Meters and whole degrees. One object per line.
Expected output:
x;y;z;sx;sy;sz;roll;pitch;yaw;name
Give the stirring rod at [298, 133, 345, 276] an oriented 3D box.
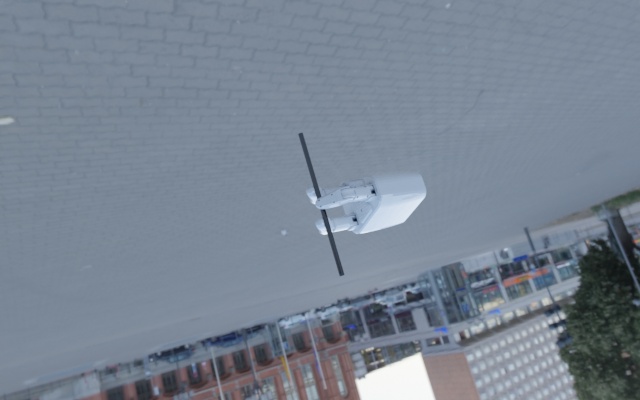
0.000;0.002;0.757;0.011;0.239;0.011;-15;-13;-4;stirring rod
